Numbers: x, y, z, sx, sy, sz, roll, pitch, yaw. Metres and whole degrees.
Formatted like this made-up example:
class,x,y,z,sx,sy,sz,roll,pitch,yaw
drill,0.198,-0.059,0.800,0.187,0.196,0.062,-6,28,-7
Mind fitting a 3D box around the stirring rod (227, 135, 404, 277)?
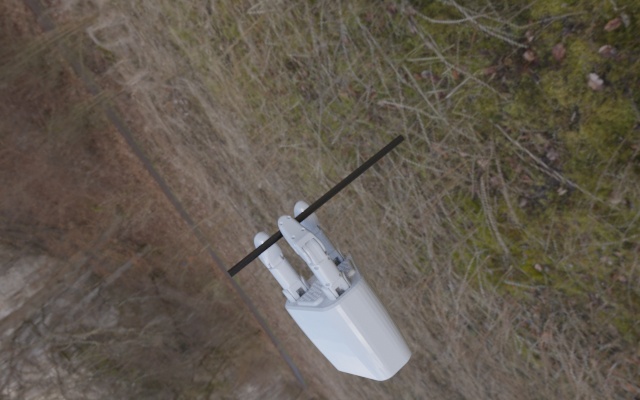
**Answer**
class,x,y,z,sx,sy,sz,roll,pitch,yaw
stirring rod,0.000,0.002,0.508,0.239,0.011,0.011,-38,11,-14
